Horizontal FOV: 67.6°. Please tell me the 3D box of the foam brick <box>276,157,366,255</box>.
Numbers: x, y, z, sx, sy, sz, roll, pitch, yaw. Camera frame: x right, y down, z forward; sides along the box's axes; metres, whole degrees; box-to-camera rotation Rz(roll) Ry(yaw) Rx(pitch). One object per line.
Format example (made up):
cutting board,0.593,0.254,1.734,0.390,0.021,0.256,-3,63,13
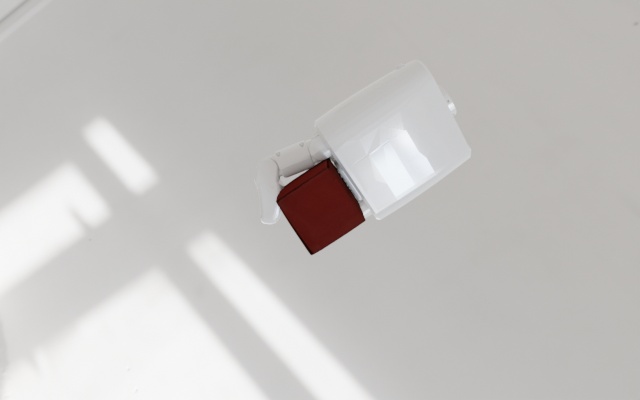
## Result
foam brick,0.000,0.001,0.400,0.051,0.053,0.078,-32,10,6
